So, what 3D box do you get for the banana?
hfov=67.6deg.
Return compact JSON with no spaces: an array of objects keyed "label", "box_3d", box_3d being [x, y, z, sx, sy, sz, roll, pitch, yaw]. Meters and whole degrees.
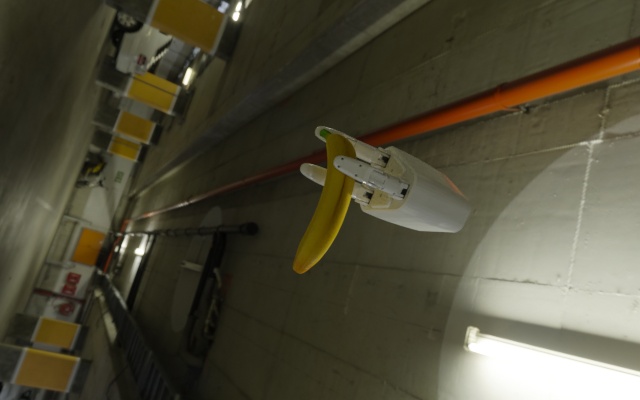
[{"label":"banana","box_3d":[0.011,-0.004,0.601,0.037,0.197,0.069,22,-19,-28]}]
